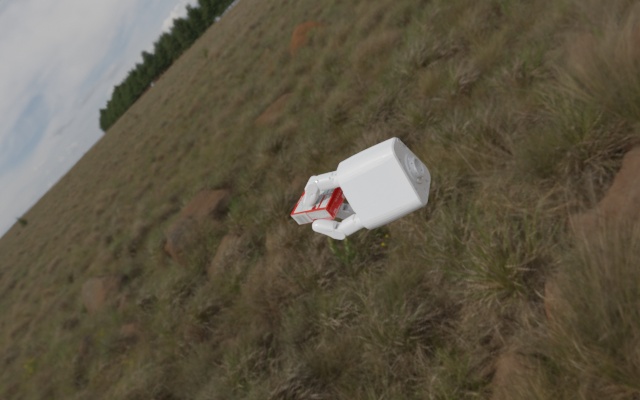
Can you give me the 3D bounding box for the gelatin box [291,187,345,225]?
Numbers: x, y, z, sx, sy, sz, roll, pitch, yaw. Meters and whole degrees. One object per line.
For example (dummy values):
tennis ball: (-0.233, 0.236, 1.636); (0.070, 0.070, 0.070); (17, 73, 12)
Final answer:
gelatin box: (0.000, 0.002, 0.836); (0.089, 0.073, 0.030); (-12, -52, 42)
